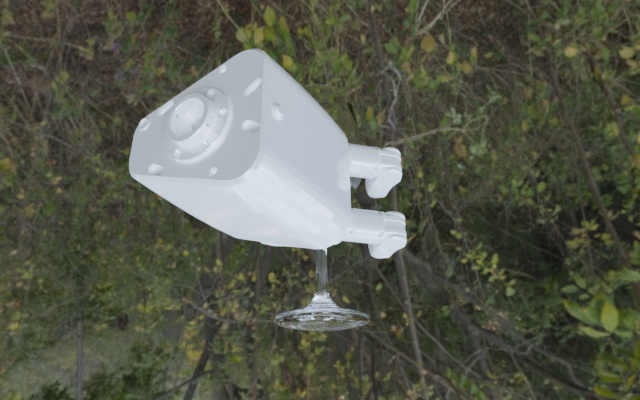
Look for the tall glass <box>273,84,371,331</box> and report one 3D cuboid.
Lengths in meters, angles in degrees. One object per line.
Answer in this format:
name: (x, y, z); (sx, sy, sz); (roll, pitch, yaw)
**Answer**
tall glass: (0.000, 0.002, 0.403); (0.079, 0.201, 0.079); (-1, -25, 0)
